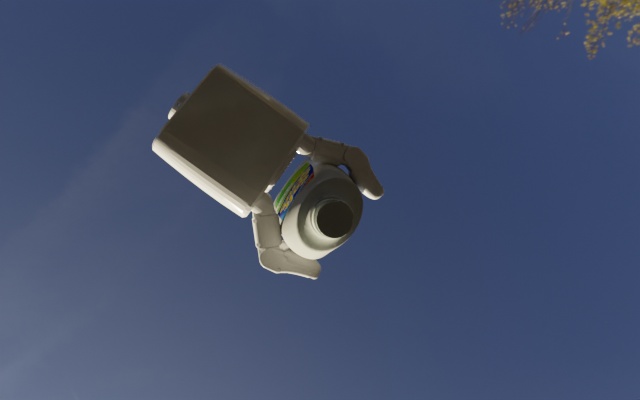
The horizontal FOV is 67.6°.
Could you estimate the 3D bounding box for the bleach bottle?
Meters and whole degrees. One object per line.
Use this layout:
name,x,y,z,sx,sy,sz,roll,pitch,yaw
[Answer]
bleach bottle,0.000,0.002,0.479,0.068,0.102,0.251,37,-2,-7
